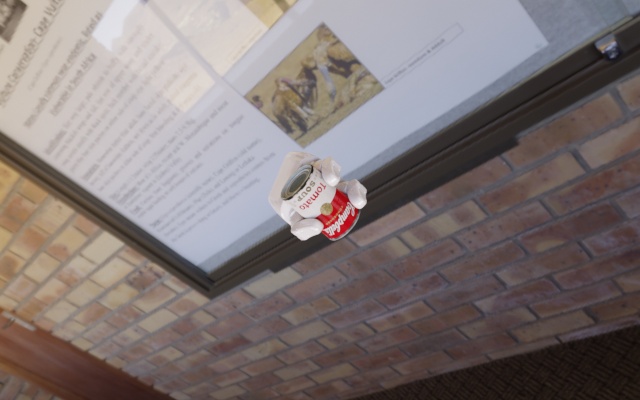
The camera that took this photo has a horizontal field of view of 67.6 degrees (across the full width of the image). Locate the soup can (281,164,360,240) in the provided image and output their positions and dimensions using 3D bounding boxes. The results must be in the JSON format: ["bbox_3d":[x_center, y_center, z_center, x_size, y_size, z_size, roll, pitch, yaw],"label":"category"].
[{"bbox_3d":[0.000,0.002,0.705,0.102,0.068,0.068,41,-18,-23],"label":"soup can"}]
